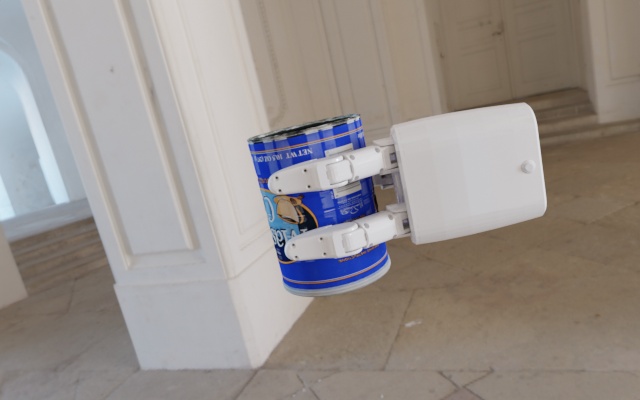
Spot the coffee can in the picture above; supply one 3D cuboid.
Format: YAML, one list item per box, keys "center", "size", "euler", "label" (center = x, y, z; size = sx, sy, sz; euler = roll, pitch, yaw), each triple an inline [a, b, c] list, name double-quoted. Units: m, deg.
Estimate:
- center: [0.000, 0.002, 0.434]
  size: [0.103, 0.140, 0.102]
  euler: [-12, 12, 3]
  label: "coffee can"
